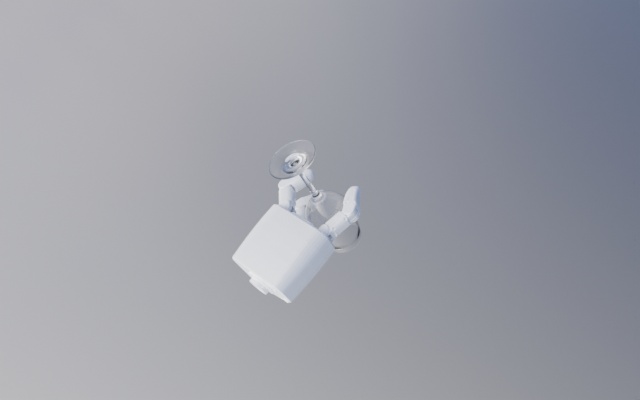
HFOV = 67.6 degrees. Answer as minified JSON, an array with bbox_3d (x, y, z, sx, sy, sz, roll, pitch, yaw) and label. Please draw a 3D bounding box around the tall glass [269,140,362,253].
[{"bbox_3d":[0.000,0.002,0.742,0.079,0.079,0.201,0,-38,31],"label":"tall glass"}]
